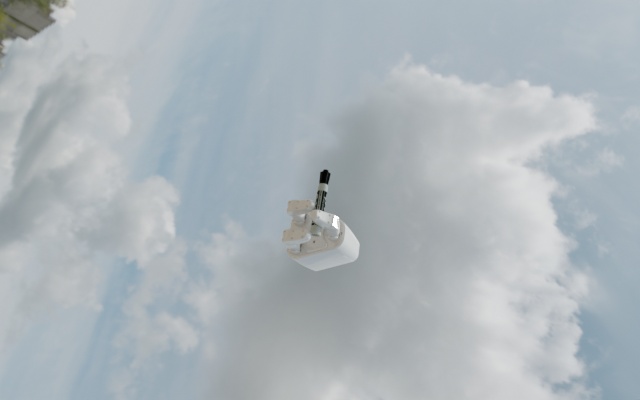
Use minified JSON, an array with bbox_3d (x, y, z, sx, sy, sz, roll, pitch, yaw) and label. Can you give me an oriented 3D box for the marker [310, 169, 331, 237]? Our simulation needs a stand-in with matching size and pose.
[{"bbox_3d":[0.000,0.003,0.818,0.020,0.121,0.020,8,-20,3],"label":"marker"}]
